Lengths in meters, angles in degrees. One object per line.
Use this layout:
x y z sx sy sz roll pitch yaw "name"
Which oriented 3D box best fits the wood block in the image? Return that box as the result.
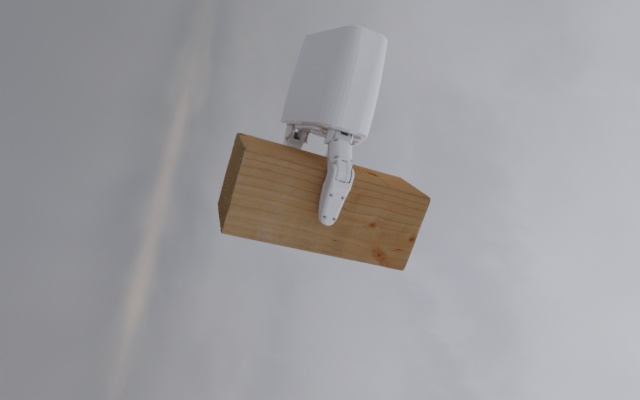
0.000 0.001 0.526 0.206 0.090 0.090 14 14 -18 "wood block"
